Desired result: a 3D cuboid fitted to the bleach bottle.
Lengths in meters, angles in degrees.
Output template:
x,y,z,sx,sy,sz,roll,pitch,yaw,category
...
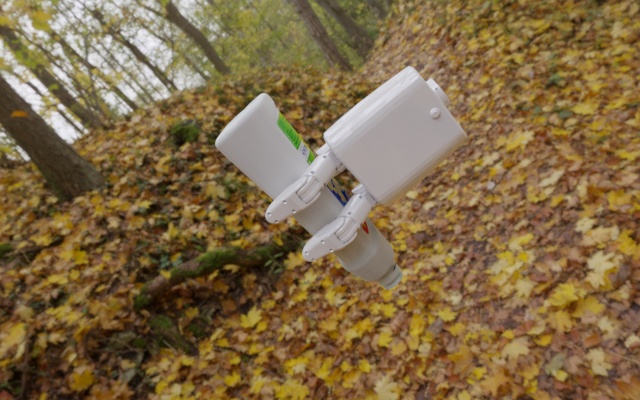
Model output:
x,y,z,sx,sy,sz,roll,pitch,yaw,category
0.000,0.002,0.521,0.068,0.251,0.102,-40,17,13,bleach bottle
